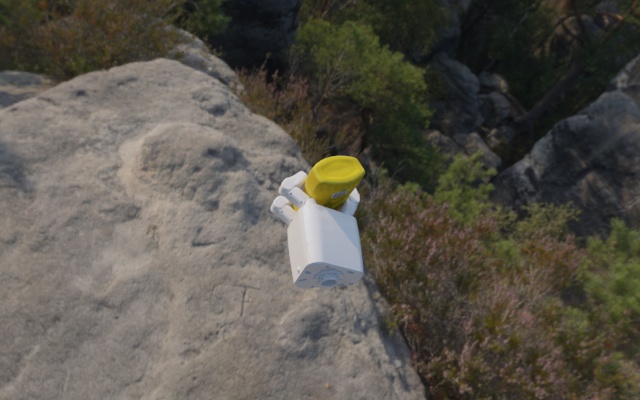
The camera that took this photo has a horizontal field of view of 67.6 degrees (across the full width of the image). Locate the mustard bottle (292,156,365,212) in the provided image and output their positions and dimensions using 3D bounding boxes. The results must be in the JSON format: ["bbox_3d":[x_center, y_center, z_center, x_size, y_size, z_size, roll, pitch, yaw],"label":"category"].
[{"bbox_3d":[0.000,0.002,0.841,0.096,0.058,0.192,-17,-26,-33],"label":"mustard bottle"}]
